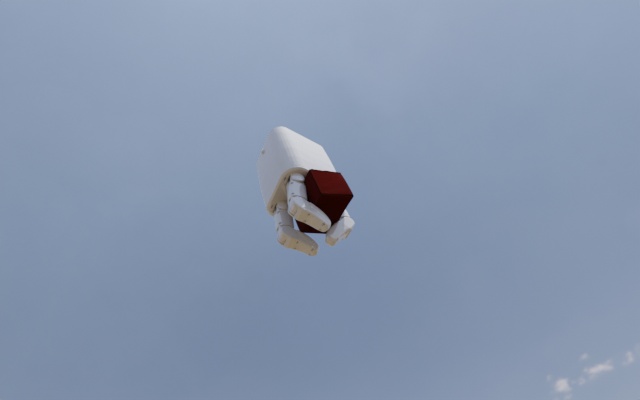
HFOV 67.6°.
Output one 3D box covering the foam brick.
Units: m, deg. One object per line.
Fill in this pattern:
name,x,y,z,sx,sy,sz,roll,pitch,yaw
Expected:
foam brick,0.000,0.002,0.663,0.053,0.078,0.051,5,42,-30
